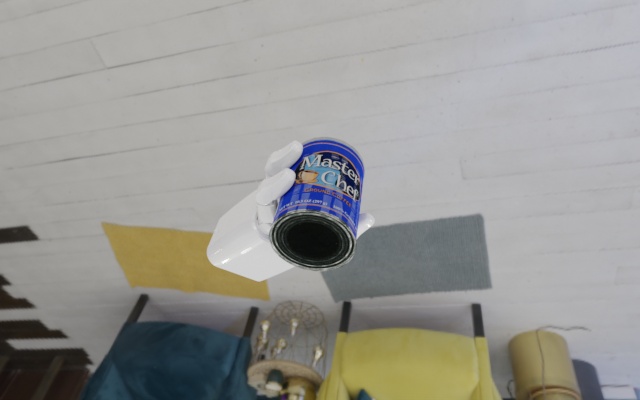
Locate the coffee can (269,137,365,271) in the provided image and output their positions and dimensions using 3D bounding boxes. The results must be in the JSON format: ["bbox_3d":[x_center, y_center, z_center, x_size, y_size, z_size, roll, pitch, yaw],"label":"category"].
[{"bbox_3d":[0.000,0.002,0.599,0.103,0.103,0.140,0,42,11],"label":"coffee can"}]
